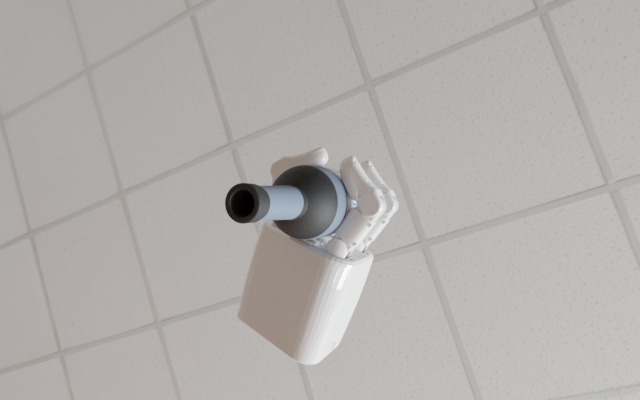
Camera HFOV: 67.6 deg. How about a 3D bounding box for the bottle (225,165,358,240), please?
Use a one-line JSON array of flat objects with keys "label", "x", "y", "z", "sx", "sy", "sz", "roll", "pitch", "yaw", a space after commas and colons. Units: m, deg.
[{"label": "bottle", "x": 0.000, "y": 0.001, "z": 0.457, "sx": 0.069, "sy": 0.069, "sz": 0.296, "roll": 0, "pitch": 0, "yaw": 21}]
